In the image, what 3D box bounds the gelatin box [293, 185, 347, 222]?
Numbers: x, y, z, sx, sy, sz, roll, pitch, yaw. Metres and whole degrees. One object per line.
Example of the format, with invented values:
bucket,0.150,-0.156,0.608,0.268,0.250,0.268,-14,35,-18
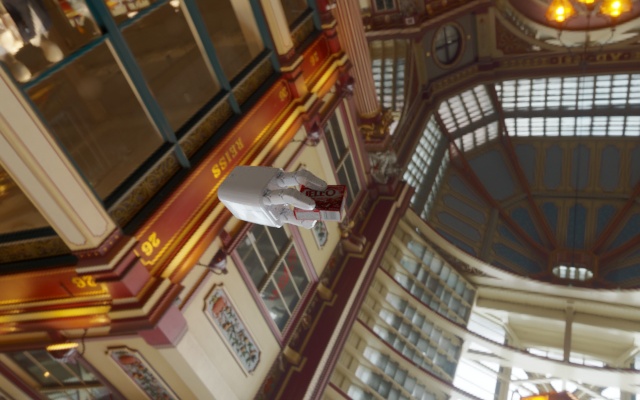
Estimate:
gelatin box,0.001,0.003,0.889,0.089,0.030,0.073,2,42,14
